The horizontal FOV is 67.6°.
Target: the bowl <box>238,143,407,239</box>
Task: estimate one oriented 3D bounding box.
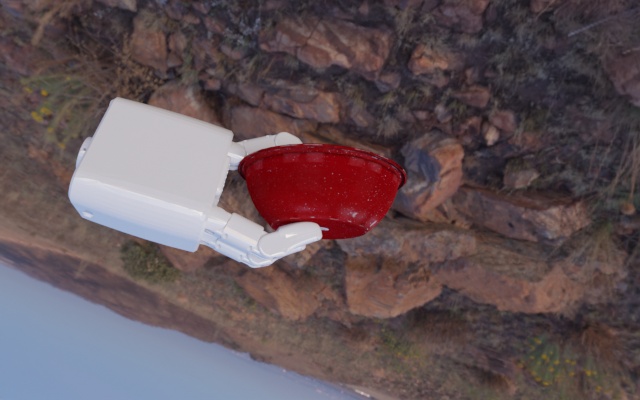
[{"bbox_3d":[0.001,0.002,0.454,0.162,0.055,0.162,3,-16,1],"label":"bowl"}]
